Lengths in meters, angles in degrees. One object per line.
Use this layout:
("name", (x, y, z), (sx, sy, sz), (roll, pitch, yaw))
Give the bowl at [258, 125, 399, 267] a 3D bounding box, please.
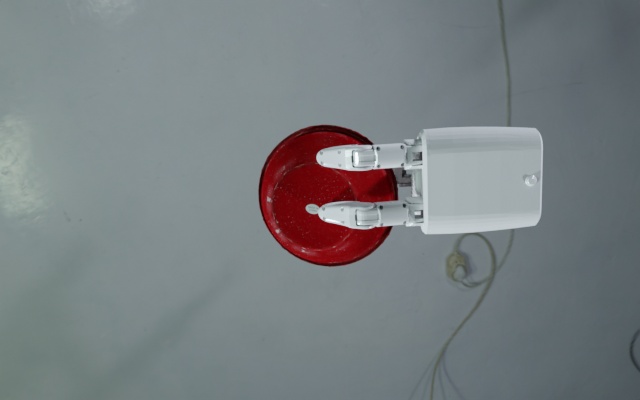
("bowl", (-0.001, 0.002, 0.510), (0.162, 0.162, 0.055), (0, 11, 15))
